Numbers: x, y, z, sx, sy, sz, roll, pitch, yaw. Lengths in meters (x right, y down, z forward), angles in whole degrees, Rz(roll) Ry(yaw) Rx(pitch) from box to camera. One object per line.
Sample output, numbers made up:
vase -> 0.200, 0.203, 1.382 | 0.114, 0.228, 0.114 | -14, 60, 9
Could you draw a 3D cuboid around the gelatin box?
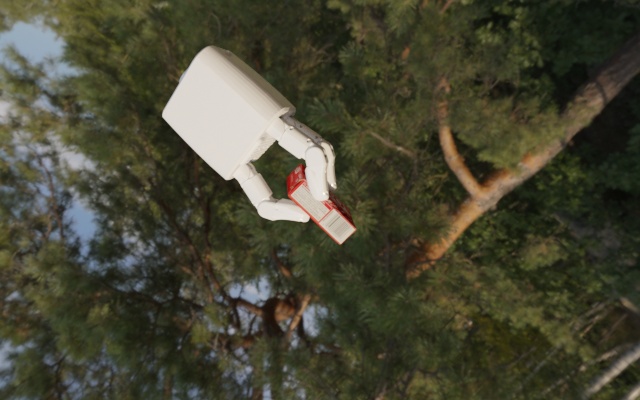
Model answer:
gelatin box -> 0.000, 0.002, 0.568 | 0.089, 0.030, 0.073 | 44, 10, -15
